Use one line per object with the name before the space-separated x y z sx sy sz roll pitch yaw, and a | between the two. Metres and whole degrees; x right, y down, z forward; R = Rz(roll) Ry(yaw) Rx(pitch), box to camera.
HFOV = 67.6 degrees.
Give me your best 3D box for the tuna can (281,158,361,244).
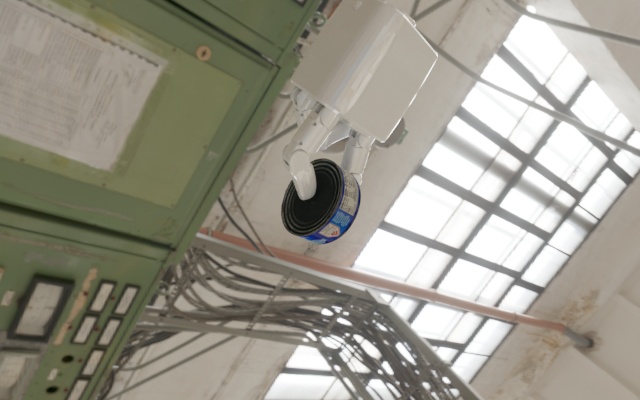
tuna can | 0.000 0.002 0.499 0.086 0.086 0.034 0 -22 47
